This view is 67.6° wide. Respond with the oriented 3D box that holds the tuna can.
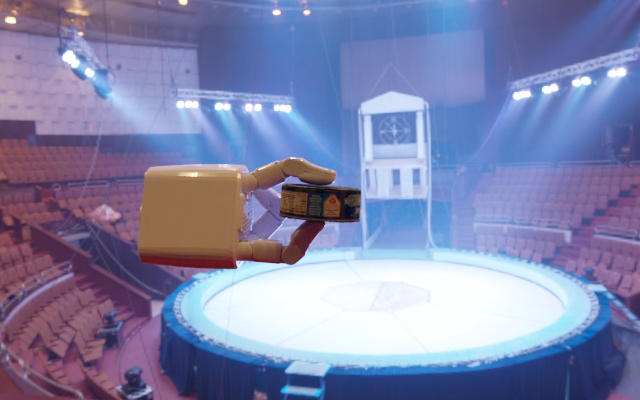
[{"bbox_3d":[0.000,0.001,0.502,0.086,0.034,0.086,4,4,0],"label":"tuna can"}]
